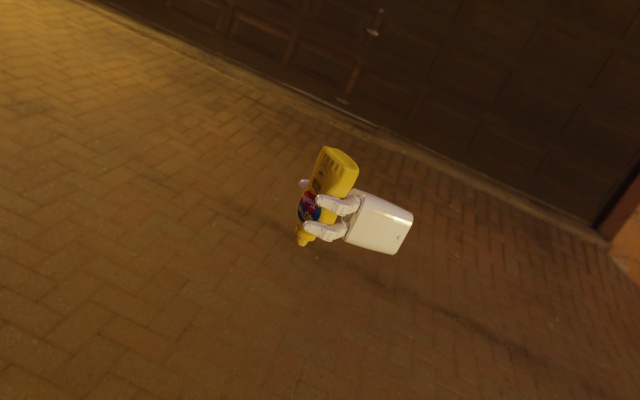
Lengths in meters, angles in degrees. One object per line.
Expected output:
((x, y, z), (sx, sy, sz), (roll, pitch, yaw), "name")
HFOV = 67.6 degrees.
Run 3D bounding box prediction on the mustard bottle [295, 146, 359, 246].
((0.000, 0.003, 0.883), (0.058, 0.192, 0.096), (8, 27, -35), "mustard bottle")
